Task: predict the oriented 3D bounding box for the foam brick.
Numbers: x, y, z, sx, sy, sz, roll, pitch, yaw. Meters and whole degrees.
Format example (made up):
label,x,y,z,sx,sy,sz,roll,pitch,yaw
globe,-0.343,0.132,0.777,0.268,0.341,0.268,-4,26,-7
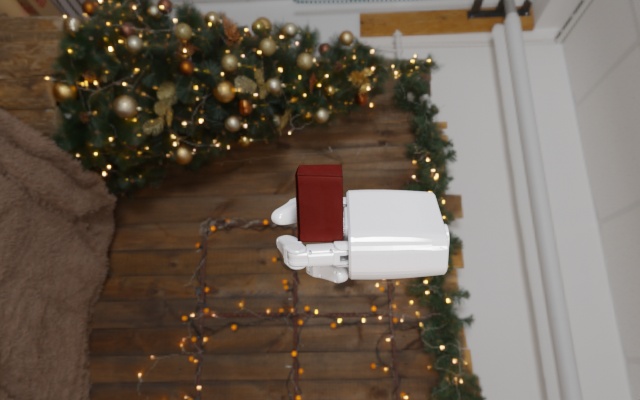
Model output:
label,x,y,z,sx,sy,sz,roll,pitch,yaw
foam brick,0.000,0.002,0.536,0.051,0.078,0.053,-1,19,3
